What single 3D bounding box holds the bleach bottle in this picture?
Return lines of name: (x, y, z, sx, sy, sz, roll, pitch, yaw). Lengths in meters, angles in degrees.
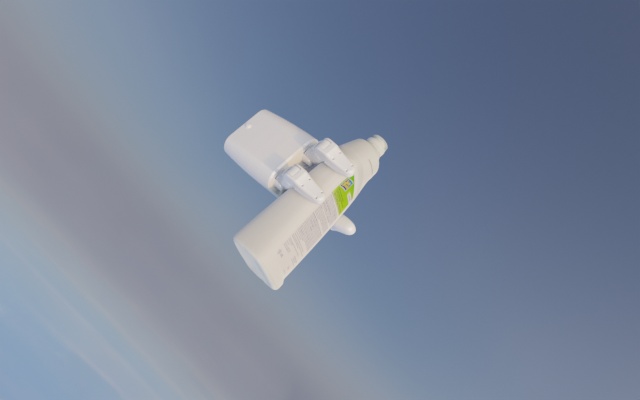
bleach bottle: (0.000, 0.002, 0.654, 0.068, 0.250, 0.103, 37, -21, 28)
